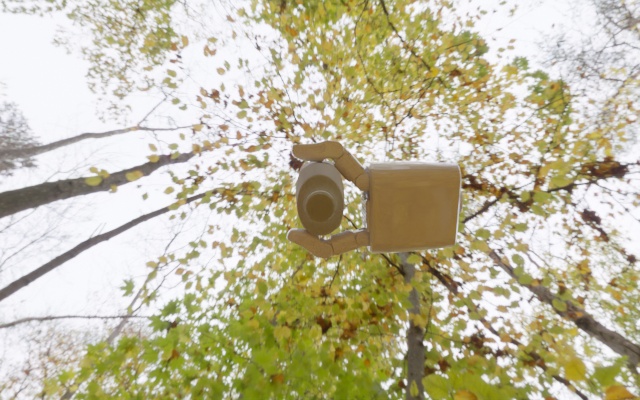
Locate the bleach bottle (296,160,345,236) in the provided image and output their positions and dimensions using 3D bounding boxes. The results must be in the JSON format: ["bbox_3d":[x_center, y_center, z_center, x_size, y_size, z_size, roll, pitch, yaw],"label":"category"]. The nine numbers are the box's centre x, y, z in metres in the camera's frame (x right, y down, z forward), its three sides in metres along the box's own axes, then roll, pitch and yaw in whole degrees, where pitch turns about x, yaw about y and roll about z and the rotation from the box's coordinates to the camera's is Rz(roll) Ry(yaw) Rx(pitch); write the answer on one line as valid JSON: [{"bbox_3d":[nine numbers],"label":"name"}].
[{"bbox_3d":[0.000,0.002,0.593,0.068,0.102,0.251,-3,6,0],"label":"bleach bottle"}]
